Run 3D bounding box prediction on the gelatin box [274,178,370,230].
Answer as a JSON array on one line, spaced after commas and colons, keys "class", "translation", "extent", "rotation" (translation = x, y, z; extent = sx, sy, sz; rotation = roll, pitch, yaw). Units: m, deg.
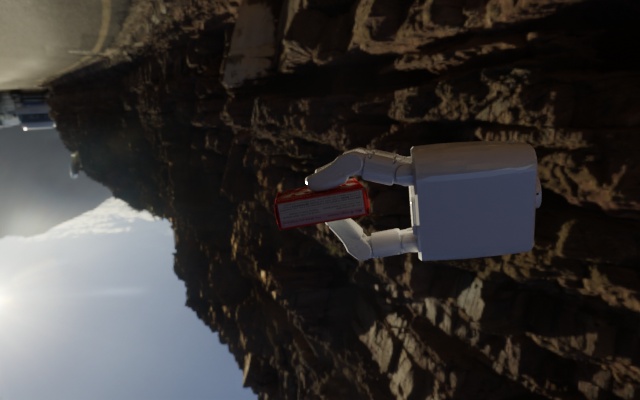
[{"class": "gelatin box", "translation": [0.000, 0.002, 0.479], "extent": [0.089, 0.030, 0.073], "rotation": [-11, 10, -1]}]
